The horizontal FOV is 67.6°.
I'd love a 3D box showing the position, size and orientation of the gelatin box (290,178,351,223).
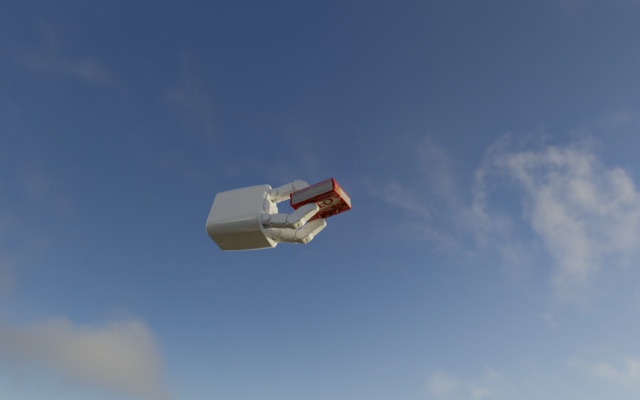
[{"bbox_3d":[0.000,0.002,0.855,0.089,0.030,0.073,-21,-37,19],"label":"gelatin box"}]
